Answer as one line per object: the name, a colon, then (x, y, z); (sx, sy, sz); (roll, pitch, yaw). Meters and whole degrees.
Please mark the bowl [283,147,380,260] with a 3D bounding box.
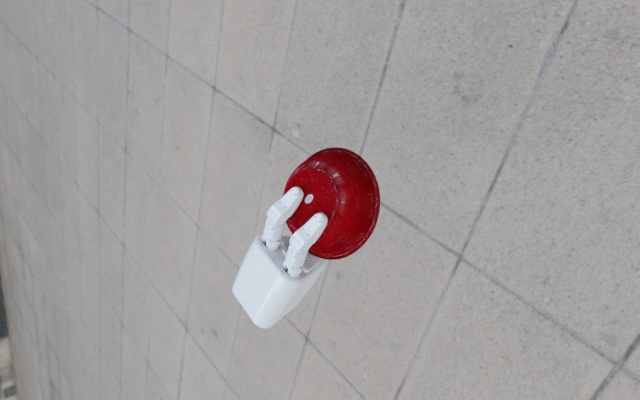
bowl: (0.000, 0.001, 0.664); (0.162, 0.162, 0.055); (0, -4, 36)
